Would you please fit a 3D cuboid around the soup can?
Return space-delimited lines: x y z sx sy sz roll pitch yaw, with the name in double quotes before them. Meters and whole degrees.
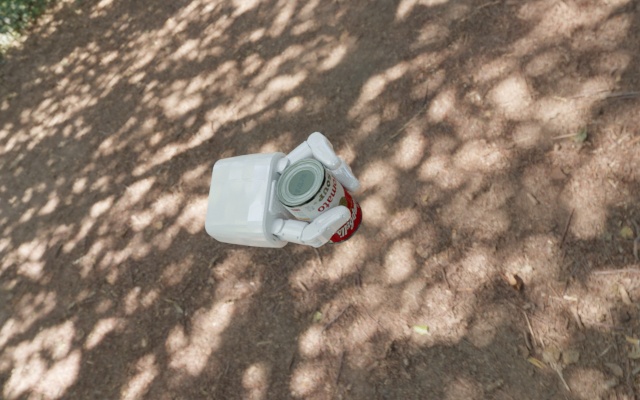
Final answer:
"soup can" 0.000 0.002 0.586 0.068 0.068 0.102 0 -29 33
